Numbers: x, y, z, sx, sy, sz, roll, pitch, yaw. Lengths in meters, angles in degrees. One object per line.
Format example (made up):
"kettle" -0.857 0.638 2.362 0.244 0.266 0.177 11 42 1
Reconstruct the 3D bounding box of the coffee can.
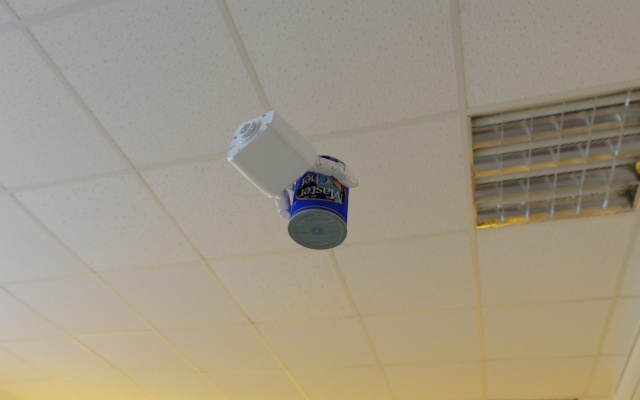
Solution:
"coffee can" 0.000 0.003 0.861 0.103 0.140 0.103 3 -43 3
